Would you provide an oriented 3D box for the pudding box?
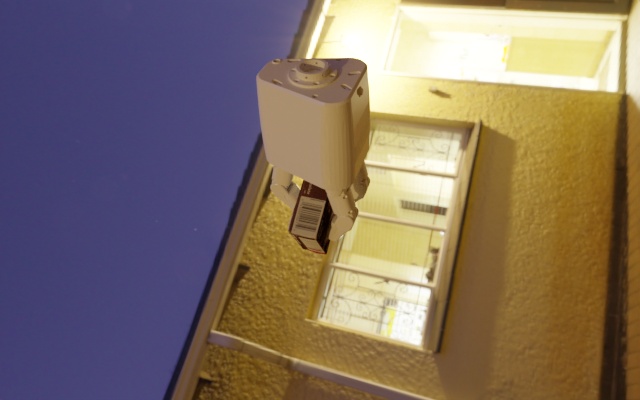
[{"bbox_3d":[0.000,0.002,0.589,0.039,0.113,0.090,14,-15,14],"label":"pudding box"}]
